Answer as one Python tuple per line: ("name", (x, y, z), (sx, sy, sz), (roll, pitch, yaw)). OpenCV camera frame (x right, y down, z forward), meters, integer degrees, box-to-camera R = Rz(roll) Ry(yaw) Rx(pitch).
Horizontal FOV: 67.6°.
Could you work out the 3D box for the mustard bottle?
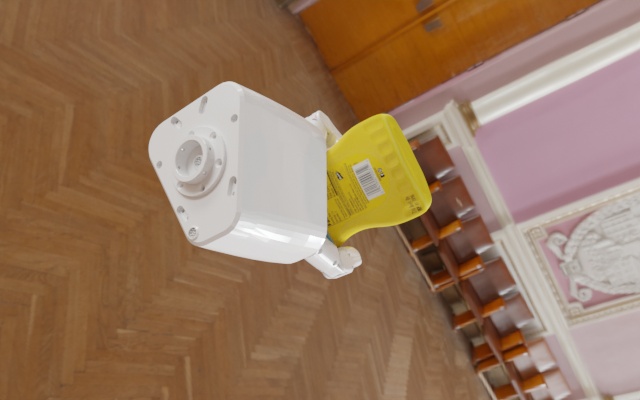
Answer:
("mustard bottle", (0.000, 0.001, 0.456), (0.192, 0.096, 0.058), (-26, 2, 24))
